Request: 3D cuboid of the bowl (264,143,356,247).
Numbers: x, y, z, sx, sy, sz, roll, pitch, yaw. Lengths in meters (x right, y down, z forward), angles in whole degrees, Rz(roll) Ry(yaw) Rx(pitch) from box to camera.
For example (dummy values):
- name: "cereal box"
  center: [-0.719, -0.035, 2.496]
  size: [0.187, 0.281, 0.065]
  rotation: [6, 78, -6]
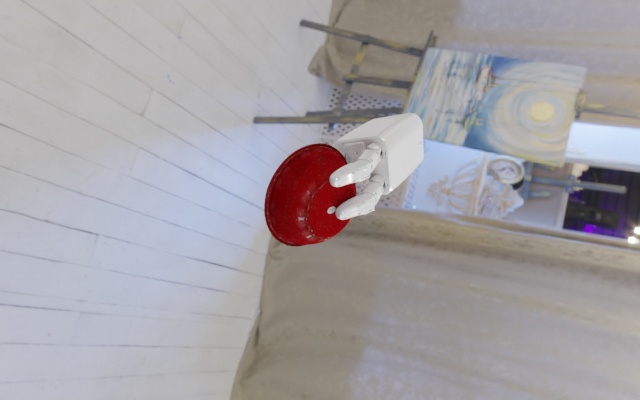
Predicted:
- name: "bowl"
  center: [-0.001, 0.003, 0.689]
  size: [0.162, 0.162, 0.055]
  rotation: [0, 20, -42]
